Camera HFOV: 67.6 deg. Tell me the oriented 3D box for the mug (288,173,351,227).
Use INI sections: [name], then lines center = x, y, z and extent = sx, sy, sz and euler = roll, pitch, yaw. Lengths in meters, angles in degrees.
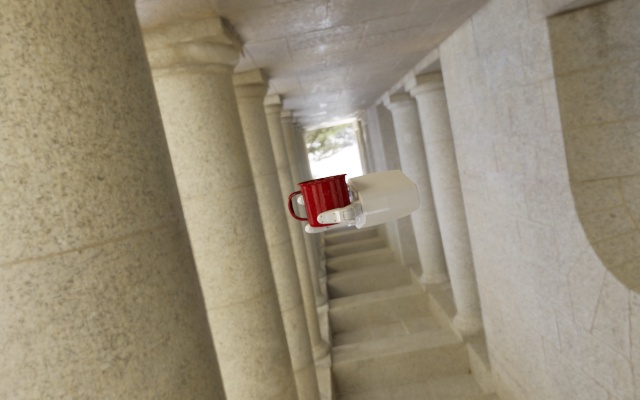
[mug]
center = -0.001, 0.003, 0.854
extent = 0.117, 0.081, 0.093
euler = -13, 6, -6
